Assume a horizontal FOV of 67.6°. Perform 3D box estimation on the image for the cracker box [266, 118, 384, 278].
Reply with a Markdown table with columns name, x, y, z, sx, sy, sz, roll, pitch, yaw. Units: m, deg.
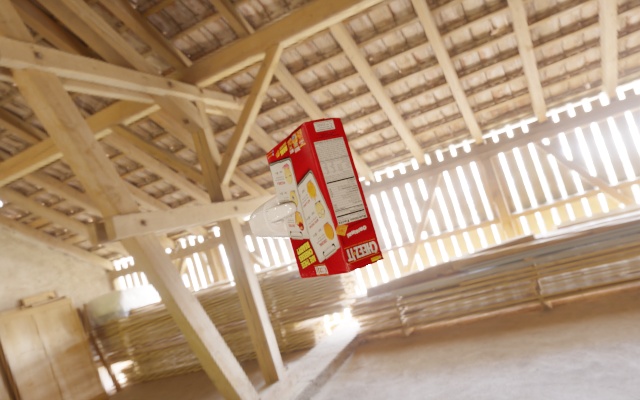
| name | x | y | z | sx | sy | sz | roll | pitch | yaw |
| --- | --- | --- | --- | --- | --- | --- | --- | --- | --- |
| cracker box | 0.000 | 0.002 | 0.721 | 0.072 | 0.213 | 0.164 | -15 | -4 | -27 |
